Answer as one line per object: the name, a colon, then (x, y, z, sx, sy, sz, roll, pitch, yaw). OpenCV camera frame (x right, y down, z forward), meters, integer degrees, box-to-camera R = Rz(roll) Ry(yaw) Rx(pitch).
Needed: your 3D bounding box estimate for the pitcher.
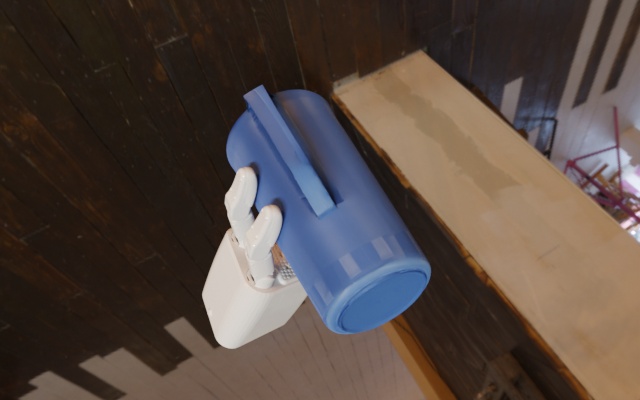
pitcher: (0.000, 0.002, 0.479, 0.149, 0.145, 0.242, 0, 44, -36)
